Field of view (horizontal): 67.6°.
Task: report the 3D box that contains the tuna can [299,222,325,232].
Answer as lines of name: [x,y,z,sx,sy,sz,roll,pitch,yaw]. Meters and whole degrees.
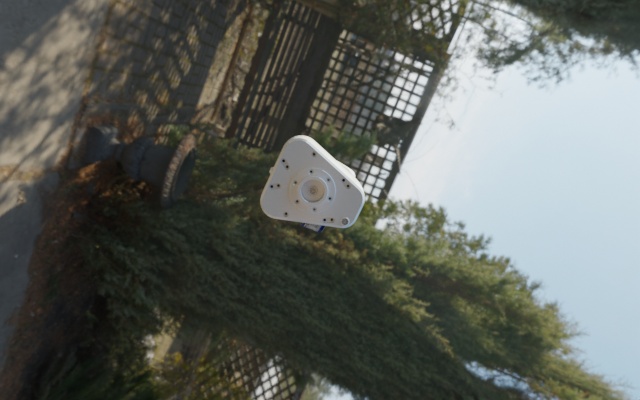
tuna can: [0.001,0.002,0.696,0.034,0.086,0.086,22,-2,-6]
